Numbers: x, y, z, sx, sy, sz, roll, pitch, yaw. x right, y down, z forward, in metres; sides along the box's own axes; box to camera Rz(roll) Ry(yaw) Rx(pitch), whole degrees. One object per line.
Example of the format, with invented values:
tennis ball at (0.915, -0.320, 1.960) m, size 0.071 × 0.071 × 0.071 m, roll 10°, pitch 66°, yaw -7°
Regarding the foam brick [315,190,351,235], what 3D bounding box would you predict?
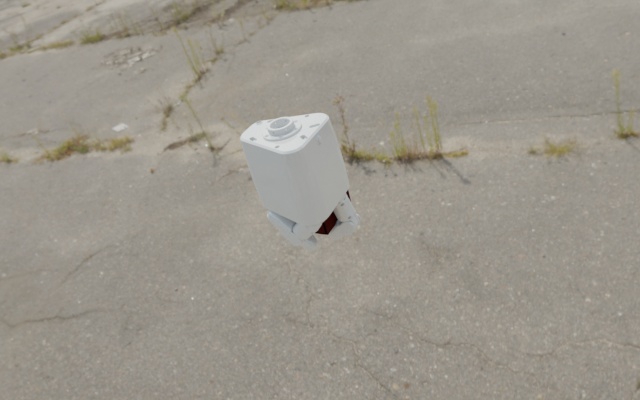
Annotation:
foam brick at (0.000, 0.002, 0.666) m, size 0.053 × 0.051 × 0.078 m, roll 6°, pitch 41°, yaw 31°
